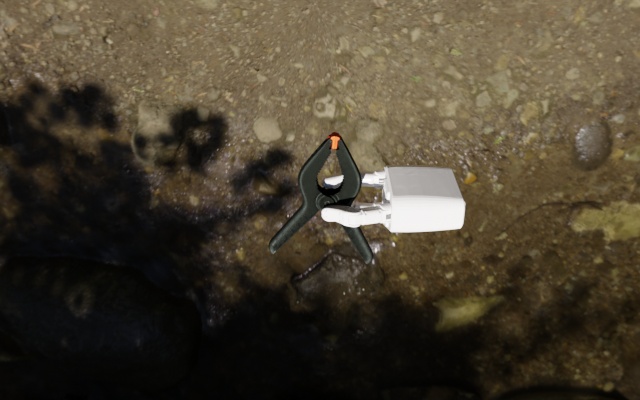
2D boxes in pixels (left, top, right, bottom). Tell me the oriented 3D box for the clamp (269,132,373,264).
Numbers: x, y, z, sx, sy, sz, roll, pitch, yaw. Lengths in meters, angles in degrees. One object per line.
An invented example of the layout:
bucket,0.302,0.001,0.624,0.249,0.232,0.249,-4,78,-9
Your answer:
clamp,0.000,0.002,0.720,0.164,0.210,0.036,0,22,0
